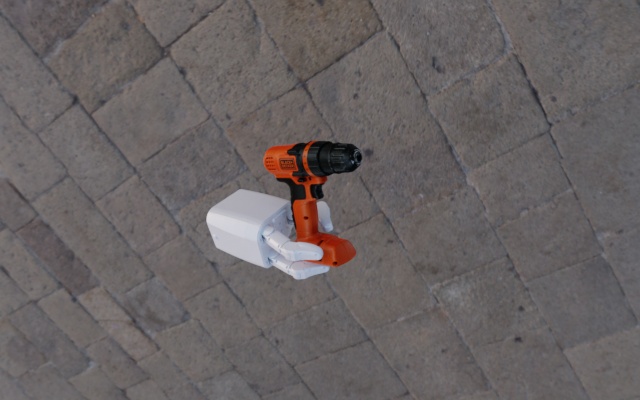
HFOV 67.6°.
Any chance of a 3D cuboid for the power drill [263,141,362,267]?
[{"bbox_3d":[0.000,0.003,0.719,0.057,0.188,0.184,-24,19,-40],"label":"power drill"}]
